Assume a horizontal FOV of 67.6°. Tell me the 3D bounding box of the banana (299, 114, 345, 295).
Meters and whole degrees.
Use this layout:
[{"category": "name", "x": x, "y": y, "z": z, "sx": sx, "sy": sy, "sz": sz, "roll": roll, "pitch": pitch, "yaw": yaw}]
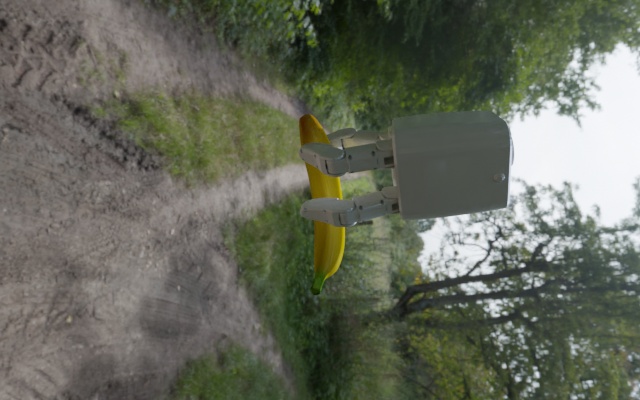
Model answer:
[{"category": "banana", "x": 0.004, "y": 0.002, "z": 0.539, "sx": 0.037, "sy": 0.198, "sz": 0.069, "roll": -3, "pitch": 10, "yaw": 13}]
